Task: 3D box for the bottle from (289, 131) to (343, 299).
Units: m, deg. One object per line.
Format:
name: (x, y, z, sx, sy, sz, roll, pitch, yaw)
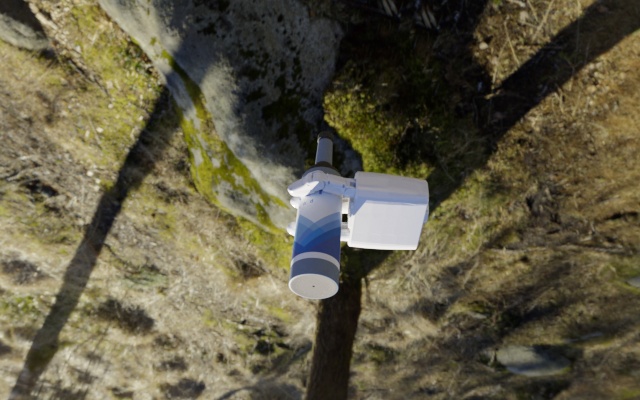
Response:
bottle: (0.000, 0.003, 0.726, 0.069, 0.295, 0.069, 3, -40, 2)
